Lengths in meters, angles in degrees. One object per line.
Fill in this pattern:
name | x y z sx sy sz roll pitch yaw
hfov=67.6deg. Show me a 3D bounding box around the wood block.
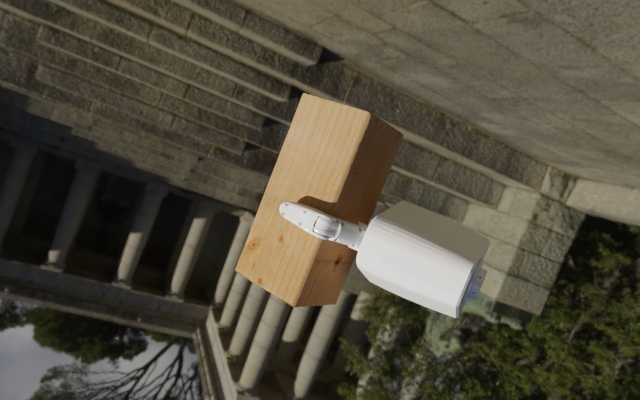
wood block | 0.000 0.002 0.524 0.090 0.206 0.091 24 5 33
